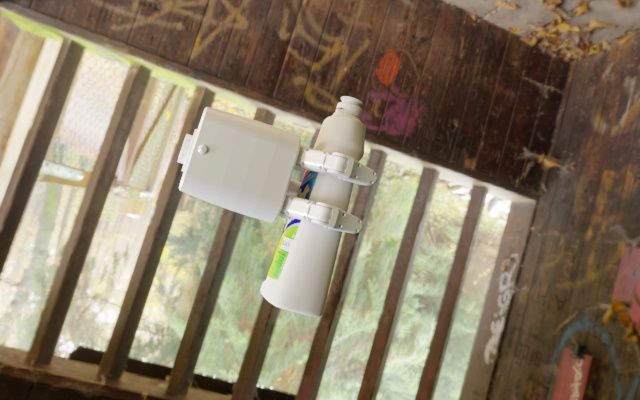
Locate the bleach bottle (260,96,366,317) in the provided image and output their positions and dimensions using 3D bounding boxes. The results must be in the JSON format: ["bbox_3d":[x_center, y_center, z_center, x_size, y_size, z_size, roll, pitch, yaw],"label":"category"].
[{"bbox_3d":[0.000,0.002,0.563,0.068,0.251,0.102,18,-6,-15],"label":"bleach bottle"}]
